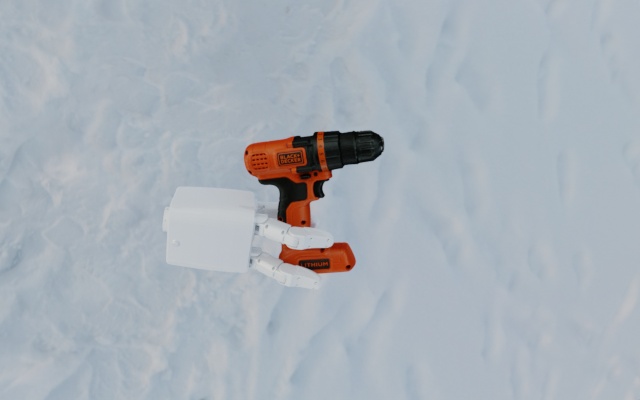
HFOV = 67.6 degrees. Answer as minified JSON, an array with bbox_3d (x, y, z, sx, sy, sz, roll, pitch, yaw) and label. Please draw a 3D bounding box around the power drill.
[{"bbox_3d":[0.000,0.003,0.640,0.184,0.188,0.057,-5,12,11],"label":"power drill"}]
